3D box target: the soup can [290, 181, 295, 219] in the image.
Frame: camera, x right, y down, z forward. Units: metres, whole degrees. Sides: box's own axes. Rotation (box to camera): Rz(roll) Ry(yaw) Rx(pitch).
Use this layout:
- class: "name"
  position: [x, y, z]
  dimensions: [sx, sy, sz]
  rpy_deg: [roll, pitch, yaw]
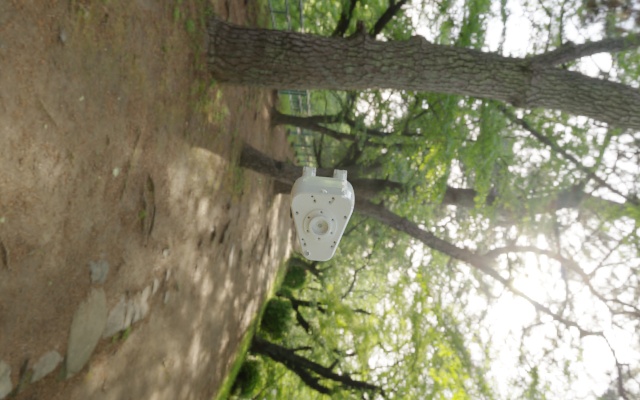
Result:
- class: "soup can"
  position: [0.000, 0.003, 0.848]
  dimensions: [0.102, 0.068, 0.068]
  rpy_deg: [5, 0, 0]
